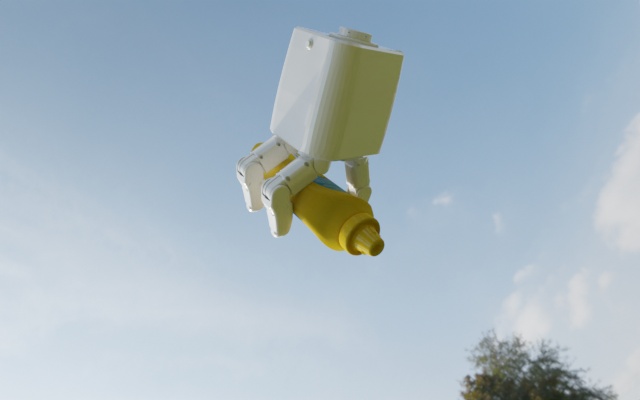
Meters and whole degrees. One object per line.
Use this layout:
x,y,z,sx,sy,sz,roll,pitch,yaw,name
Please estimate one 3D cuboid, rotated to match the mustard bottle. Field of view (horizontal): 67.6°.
0.000,0.002,0.498,0.096,0.058,0.191,28,7,-43,mustard bottle
